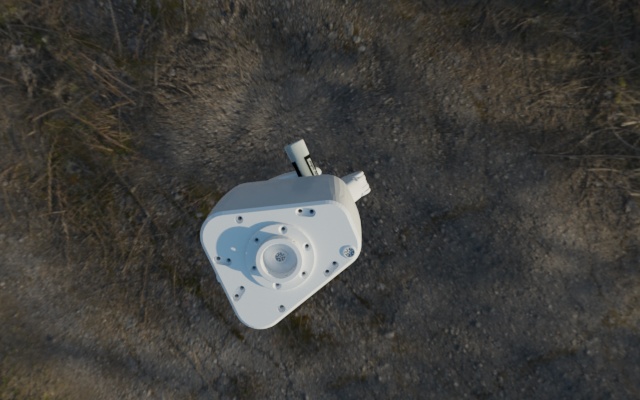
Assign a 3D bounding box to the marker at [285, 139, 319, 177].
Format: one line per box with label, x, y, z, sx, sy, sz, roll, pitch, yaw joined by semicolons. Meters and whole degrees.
marker;0.000;0.001;0.447;0.020;0.121;0.020;-24;9;4
